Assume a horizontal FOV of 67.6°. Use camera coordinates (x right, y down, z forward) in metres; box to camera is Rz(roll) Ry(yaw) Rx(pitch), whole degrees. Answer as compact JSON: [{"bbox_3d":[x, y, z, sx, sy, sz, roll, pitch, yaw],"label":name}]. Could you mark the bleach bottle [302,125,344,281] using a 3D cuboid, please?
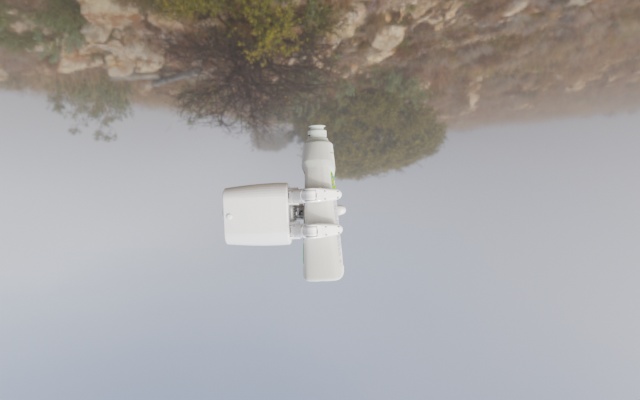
[{"bbox_3d":[0.000,0.003,0.796,0.068,0.251,0.102,-2,0,3],"label":"bleach bottle"}]
